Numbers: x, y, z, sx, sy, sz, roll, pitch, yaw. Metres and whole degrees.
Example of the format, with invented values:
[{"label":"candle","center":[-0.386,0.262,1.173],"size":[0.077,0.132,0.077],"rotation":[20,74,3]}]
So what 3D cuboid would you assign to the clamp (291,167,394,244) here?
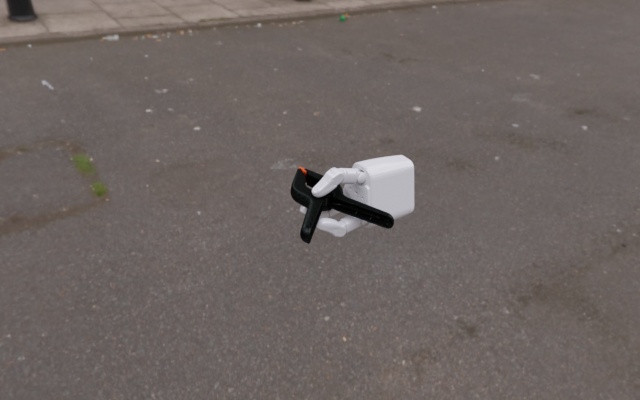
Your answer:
[{"label":"clamp","center":[0.000,0.002,0.811],"size":[0.164,0.036,0.210],"rotation":[-12,35,-32]}]
